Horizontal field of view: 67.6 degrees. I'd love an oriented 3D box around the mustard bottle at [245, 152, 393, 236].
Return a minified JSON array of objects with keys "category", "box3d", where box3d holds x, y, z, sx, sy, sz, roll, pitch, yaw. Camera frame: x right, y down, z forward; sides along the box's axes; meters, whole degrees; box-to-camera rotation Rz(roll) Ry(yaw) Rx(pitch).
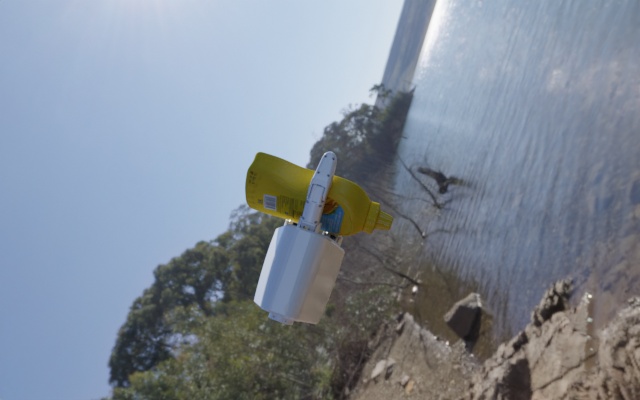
[{"category":"mustard bottle","box3d":[0.000,0.002,0.622,0.191,0.058,0.096,18,-35,6]}]
